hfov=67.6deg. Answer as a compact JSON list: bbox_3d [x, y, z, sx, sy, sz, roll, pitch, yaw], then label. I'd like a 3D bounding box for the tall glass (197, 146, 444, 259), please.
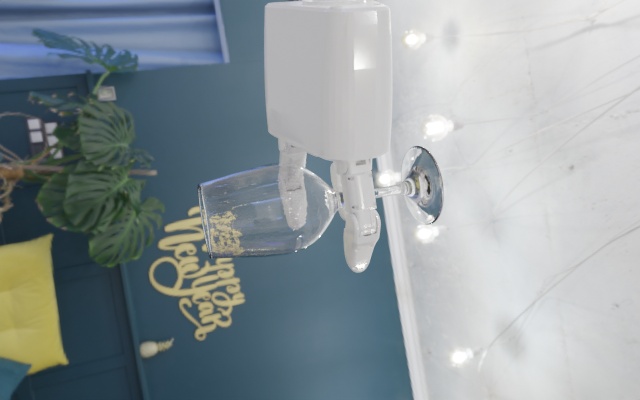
[{"bbox_3d":[0.001,0.001,0.413,0.201,0.079,0.079,-10,3,-17],"label":"tall glass"}]
